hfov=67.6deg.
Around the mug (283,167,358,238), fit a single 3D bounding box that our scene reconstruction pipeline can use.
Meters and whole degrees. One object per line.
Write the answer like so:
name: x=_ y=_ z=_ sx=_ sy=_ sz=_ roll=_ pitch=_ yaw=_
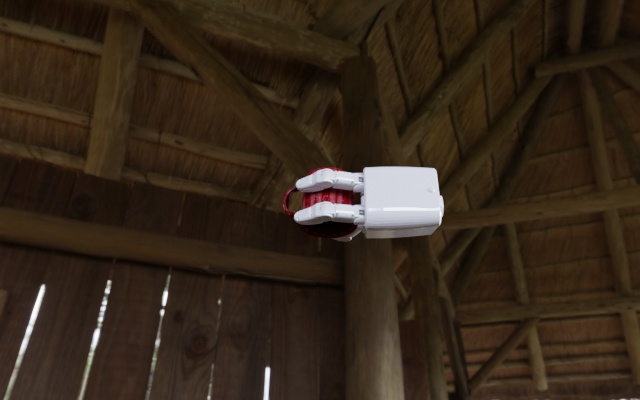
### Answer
mug: x=-0.001 y=0.002 z=0.748 sx=0.117 sy=0.081 sz=0.093 roll=0 pitch=-32 yaw=4
